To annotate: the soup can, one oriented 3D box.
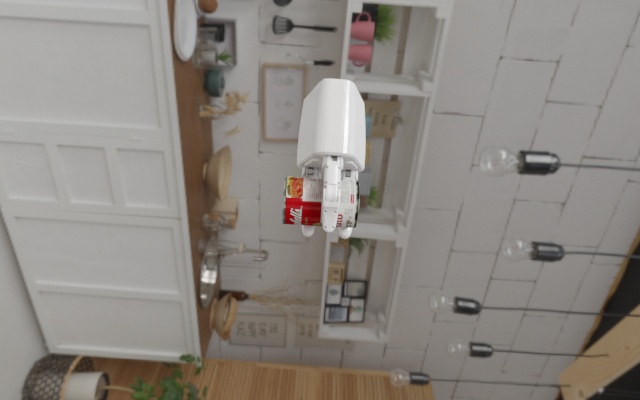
[{"bbox_3d":[0.000,0.003,0.664,0.102,0.068,0.068,3,0,-1],"label":"soup can"}]
